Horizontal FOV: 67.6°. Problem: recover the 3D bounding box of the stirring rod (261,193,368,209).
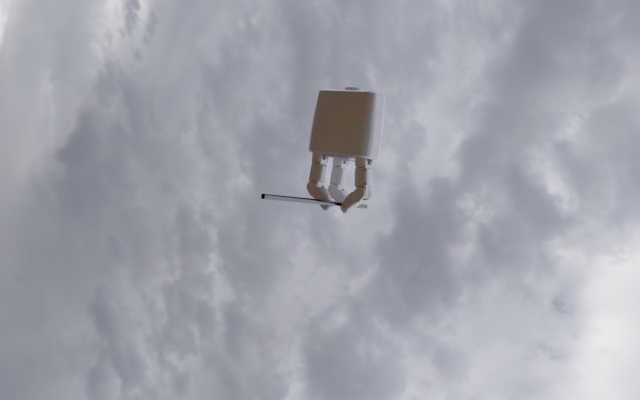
[{"bbox_3d":[0.000,0.002,0.749,0.011,0.011,0.239,0,-4,41],"label":"stirring rod"}]
